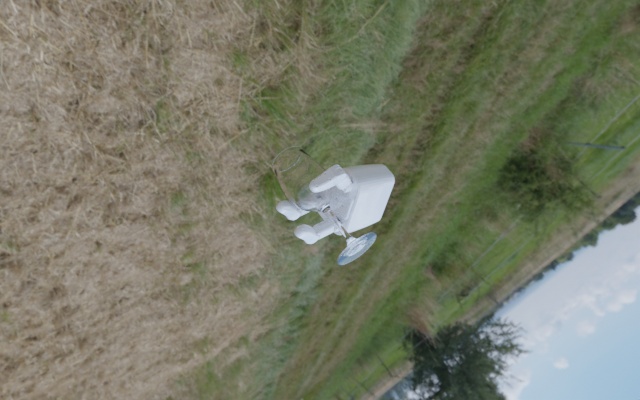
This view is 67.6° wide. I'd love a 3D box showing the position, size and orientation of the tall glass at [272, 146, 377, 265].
[{"bbox_3d":[0.000,0.003,0.765,0.079,0.201,0.079,-31,-24,-16],"label":"tall glass"}]
